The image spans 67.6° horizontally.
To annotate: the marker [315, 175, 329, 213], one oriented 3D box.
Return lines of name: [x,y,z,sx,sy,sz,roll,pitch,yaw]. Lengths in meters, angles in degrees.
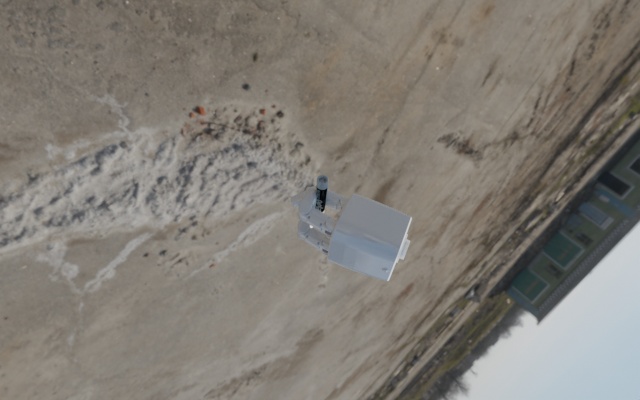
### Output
marker: [0.000,0.003,0.790,0.020,0.020,0.121,0,-36,-4]
